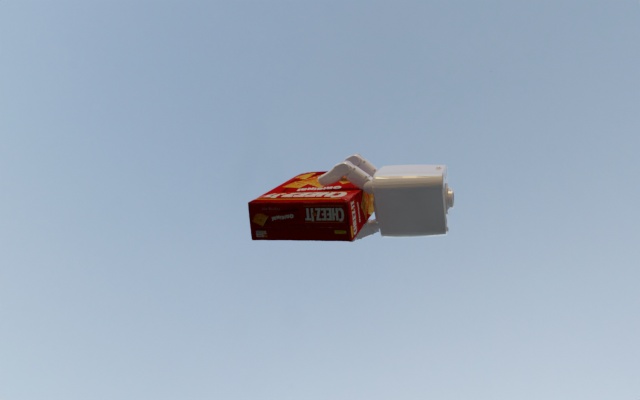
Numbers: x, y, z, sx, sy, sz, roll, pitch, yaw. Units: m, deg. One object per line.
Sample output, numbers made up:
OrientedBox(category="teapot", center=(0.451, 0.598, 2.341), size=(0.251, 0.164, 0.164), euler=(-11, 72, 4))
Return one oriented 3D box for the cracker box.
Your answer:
OrientedBox(category="cracker box", center=(0.000, 0.003, 0.800), size=(0.164, 0.072, 0.213), euler=(-1, 14, 20))
